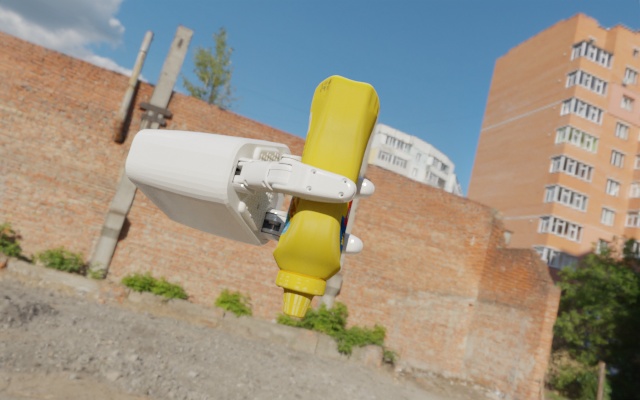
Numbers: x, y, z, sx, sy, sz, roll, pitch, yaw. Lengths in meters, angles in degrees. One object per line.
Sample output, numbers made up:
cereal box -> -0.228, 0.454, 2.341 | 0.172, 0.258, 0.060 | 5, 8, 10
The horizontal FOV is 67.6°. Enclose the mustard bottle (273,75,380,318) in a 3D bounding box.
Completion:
mustard bottle -> 0.000, 0.001, 0.401 | 0.058, 0.191, 0.096 | 15, -9, -3
